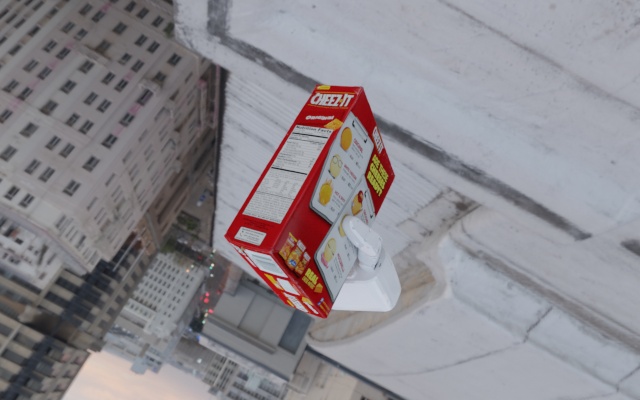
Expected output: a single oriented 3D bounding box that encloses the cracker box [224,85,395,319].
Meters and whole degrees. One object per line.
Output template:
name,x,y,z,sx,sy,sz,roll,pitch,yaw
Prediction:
cracker box,0.000,0.002,0.545,0.072,0.213,0.164,13,-28,30
